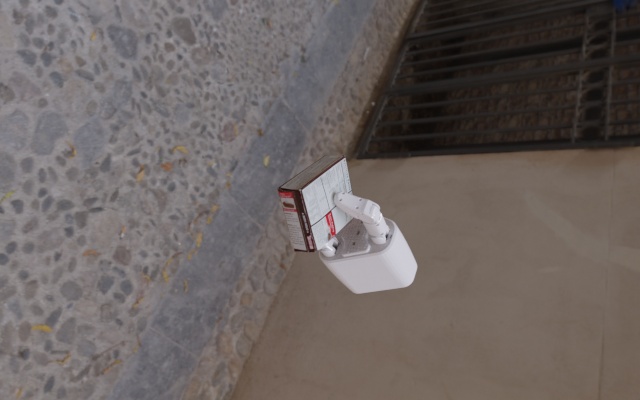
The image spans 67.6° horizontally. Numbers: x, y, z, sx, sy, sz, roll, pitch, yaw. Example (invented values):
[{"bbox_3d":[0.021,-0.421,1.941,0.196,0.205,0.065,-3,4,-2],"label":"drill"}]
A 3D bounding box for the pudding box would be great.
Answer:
[{"bbox_3d":[0.000,0.002,0.616,0.039,0.090,0.113,1,26,34],"label":"pudding box"}]
